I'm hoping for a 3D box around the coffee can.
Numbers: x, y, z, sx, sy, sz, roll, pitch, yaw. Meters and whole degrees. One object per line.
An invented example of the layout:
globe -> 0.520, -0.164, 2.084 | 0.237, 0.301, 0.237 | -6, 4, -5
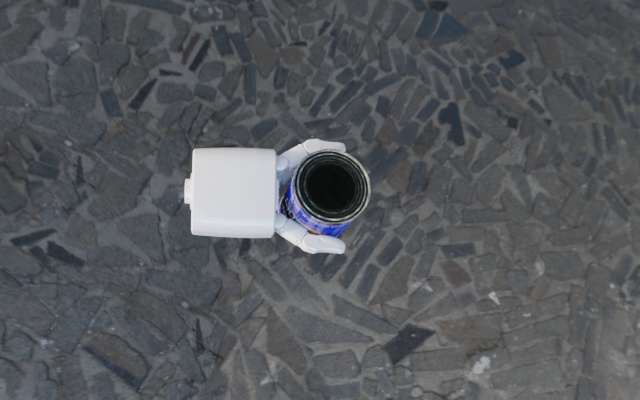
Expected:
coffee can -> 0.000, 0.002, 0.669 | 0.103, 0.102, 0.140 | 0, -18, -13
